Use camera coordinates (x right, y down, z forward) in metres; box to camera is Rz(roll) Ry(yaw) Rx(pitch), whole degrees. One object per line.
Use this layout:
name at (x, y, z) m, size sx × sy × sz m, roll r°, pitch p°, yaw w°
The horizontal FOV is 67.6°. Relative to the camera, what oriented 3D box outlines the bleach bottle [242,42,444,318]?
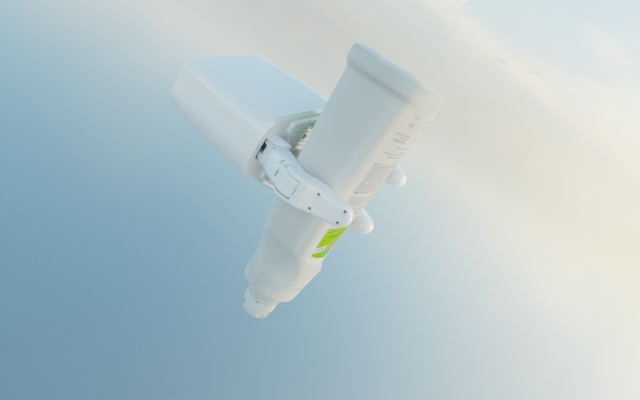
bleach bottle at (0.000, 0.001, 0.403) m, size 0.068 × 0.251 × 0.102 m, roll 40°, pitch 19°, yaw 20°
